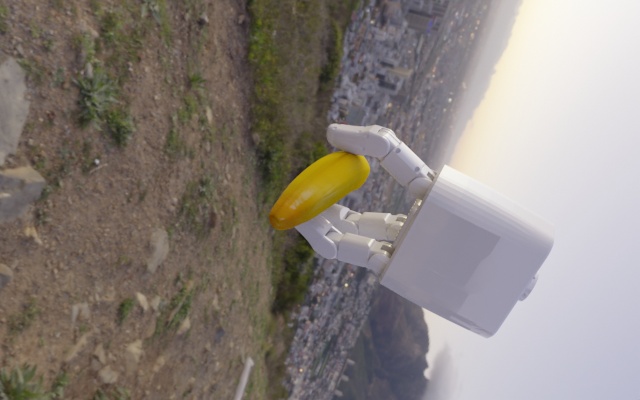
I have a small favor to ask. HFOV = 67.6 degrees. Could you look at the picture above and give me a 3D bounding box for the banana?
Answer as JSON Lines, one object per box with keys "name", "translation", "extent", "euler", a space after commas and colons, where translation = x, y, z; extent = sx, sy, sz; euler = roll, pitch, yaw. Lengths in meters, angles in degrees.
{"name": "banana", "translation": [0.011, -0.014, 0.425], "extent": [0.037, 0.069, 0.198], "euler": [37, 13, 8]}
